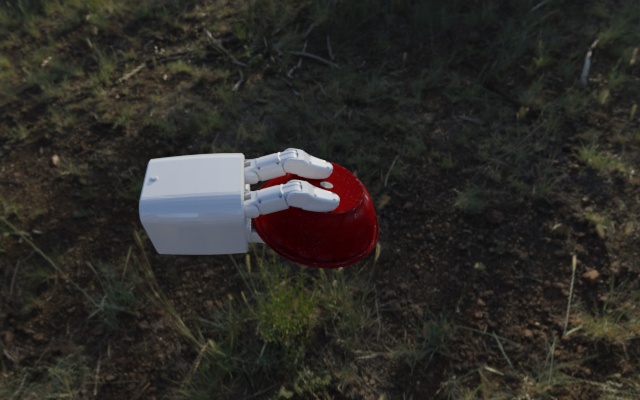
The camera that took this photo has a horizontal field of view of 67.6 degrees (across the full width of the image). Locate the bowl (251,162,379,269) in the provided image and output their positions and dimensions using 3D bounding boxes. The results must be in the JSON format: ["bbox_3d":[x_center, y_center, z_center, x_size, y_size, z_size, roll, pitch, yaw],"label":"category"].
[{"bbox_3d":[0.001,0.001,0.571,0.162,0.055,0.162,10,42,-9],"label":"bowl"}]
